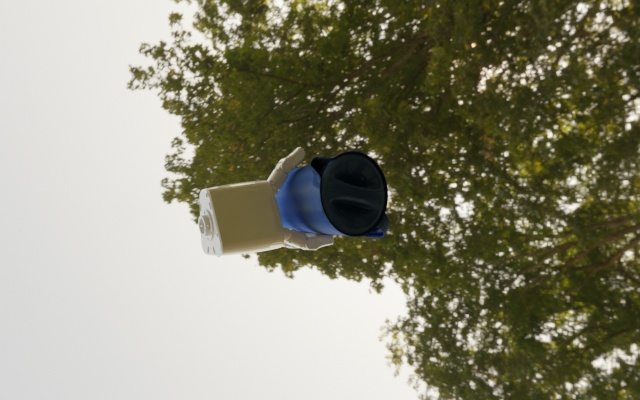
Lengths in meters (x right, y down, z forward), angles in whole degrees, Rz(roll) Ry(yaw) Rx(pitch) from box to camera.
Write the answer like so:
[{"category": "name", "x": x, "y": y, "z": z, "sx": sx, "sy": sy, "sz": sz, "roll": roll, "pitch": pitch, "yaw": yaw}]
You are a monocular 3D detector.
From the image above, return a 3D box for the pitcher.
[{"category": "pitcher", "x": 0.000, "y": 0.003, "z": 0.835, "sx": 0.145, "sy": 0.149, "sz": 0.243, "roll": -11, "pitch": 3, "yaw": -32}]
